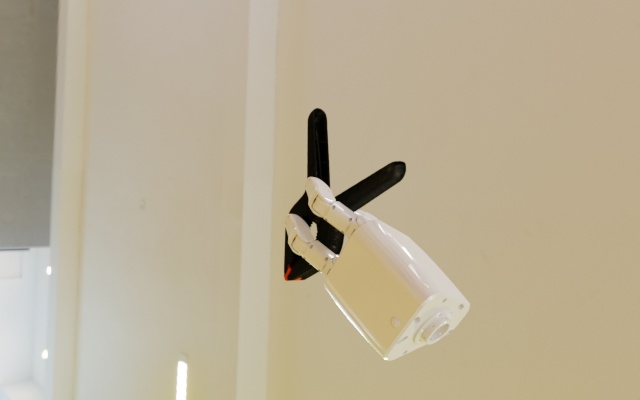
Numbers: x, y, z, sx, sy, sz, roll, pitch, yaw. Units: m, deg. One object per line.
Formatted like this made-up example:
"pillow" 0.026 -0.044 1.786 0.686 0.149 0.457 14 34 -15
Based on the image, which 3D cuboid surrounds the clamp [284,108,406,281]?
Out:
"clamp" 0.001 0.003 0.574 0.036 0.210 0.164 7 32 -41
